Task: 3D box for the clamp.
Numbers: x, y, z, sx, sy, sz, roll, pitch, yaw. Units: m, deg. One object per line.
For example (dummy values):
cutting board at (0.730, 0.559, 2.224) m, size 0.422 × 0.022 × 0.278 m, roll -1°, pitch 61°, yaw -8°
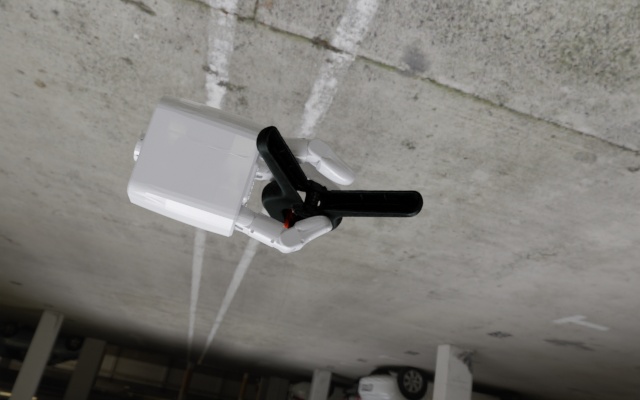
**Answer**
clamp at (-0.001, 0.002, 0.507) m, size 0.164 × 0.036 × 0.210 m, roll 21°, pitch -22°, yaw -7°
